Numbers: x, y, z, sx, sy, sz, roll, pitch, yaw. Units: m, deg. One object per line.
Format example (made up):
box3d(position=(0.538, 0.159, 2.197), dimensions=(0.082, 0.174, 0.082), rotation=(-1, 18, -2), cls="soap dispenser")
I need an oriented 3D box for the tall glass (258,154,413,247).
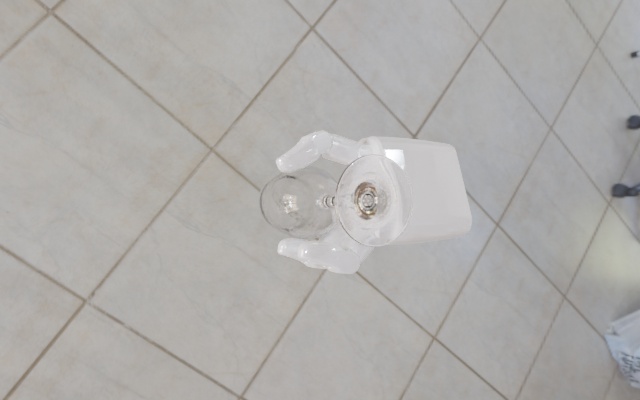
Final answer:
box3d(position=(0.000, 0.001, 0.470), dimensions=(0.079, 0.079, 0.201), rotation=(0, -1, -27), cls="tall glass")
